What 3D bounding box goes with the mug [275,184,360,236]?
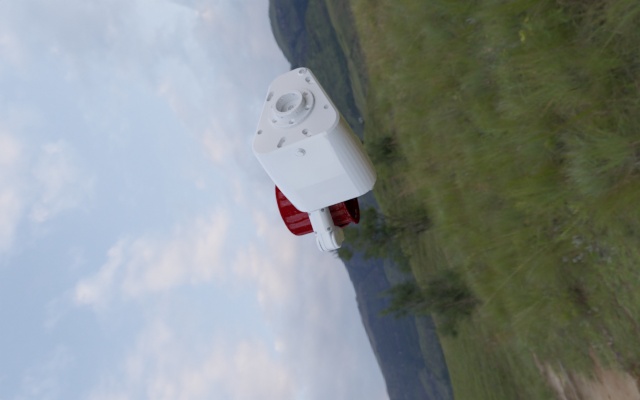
[{"bbox_3d":[0.000,0.003,0.605,0.081,0.093,0.117,-17,-38,15],"label":"mug"}]
